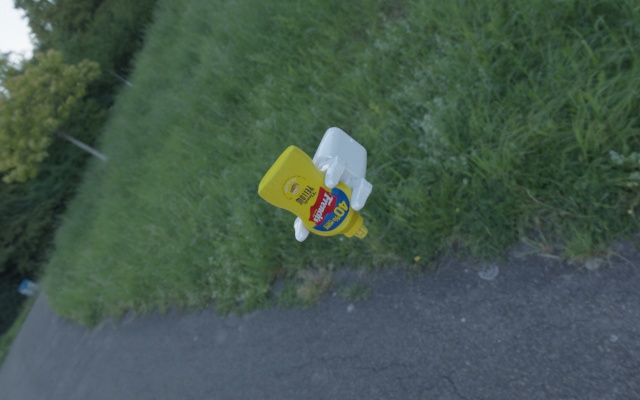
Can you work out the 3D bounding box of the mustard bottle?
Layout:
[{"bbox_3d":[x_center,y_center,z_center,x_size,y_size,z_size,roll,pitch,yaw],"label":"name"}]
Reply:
[{"bbox_3d":[0.000,0.003,0.780,0.192,0.096,0.058,36,13,-16],"label":"mustard bottle"}]
